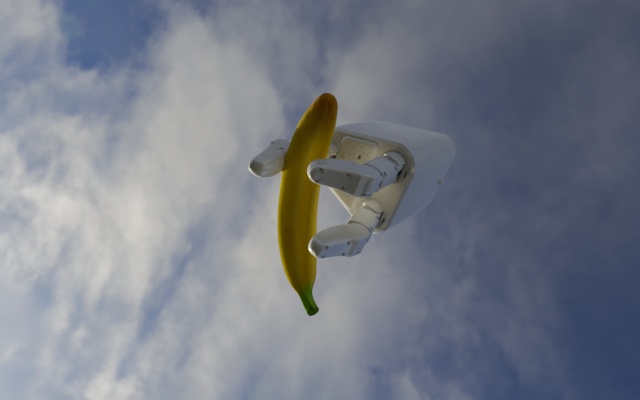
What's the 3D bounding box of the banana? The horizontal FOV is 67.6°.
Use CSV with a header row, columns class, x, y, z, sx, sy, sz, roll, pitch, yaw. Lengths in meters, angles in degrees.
class,x,y,z,sx,sy,sz,roll,pitch,yaw
banana,-0.012,0.001,0.440,0.037,0.198,0.069,-8,17,-38
